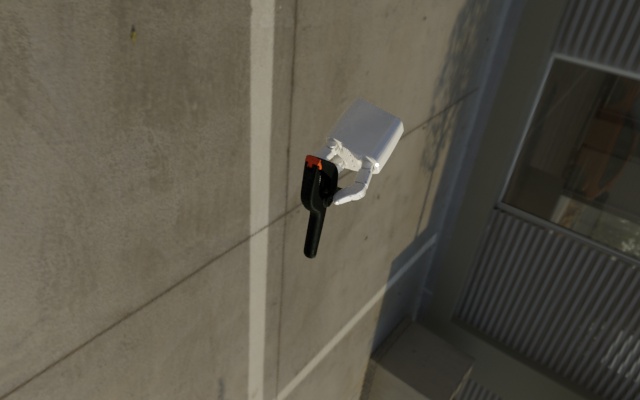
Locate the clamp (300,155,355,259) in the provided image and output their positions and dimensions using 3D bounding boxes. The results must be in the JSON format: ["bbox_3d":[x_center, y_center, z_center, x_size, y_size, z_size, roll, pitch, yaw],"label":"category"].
[{"bbox_3d":[0.001,0.003,0.855,0.036,0.164,0.210,22,-22,25],"label":"clamp"}]
